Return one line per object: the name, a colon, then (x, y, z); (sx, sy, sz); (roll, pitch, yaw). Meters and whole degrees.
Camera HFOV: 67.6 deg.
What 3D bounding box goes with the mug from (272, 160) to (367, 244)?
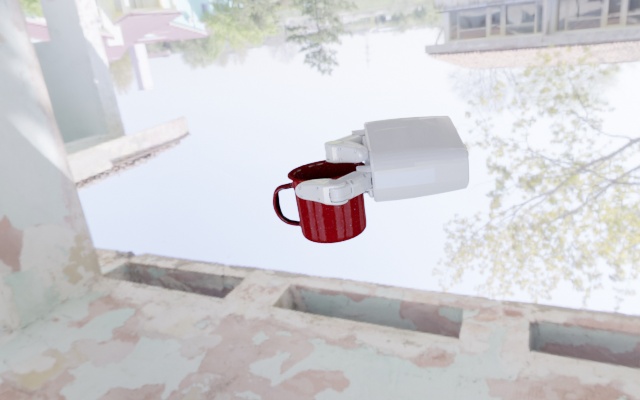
mug: (-0.001, 0.002, 0.577); (0.117, 0.081, 0.093); (-7, 19, 5)
